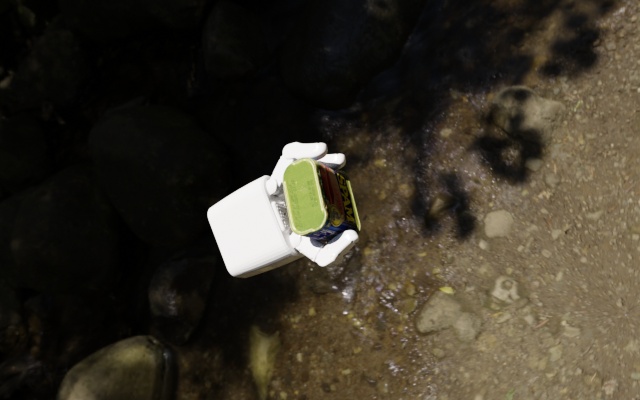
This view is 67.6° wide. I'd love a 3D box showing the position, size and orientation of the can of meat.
[{"bbox_3d":[0.000,0.002,0.608,0.057,0.102,0.084,-23,-23,27],"label":"can of meat"}]
